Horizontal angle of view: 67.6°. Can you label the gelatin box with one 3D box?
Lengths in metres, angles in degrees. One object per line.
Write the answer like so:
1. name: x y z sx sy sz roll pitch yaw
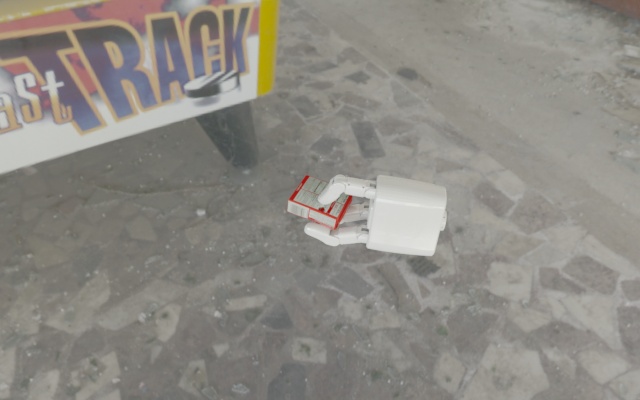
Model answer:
1. gelatin box: 0.000 0.002 0.780 0.089 0.030 0.073 21 44 10
